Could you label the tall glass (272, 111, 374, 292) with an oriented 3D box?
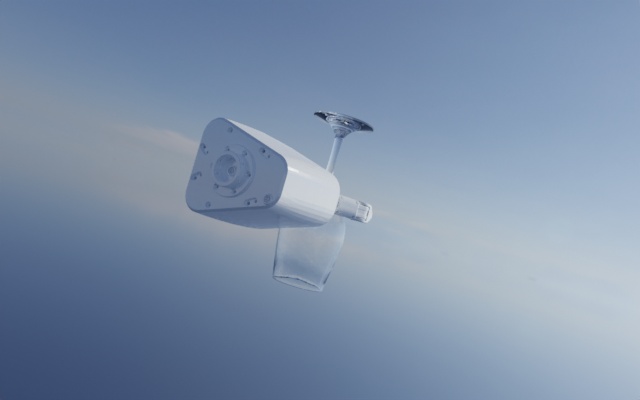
[{"bbox_3d":[0.000,0.001,0.563,0.079,0.201,0.079,16,-2,0],"label":"tall glass"}]
